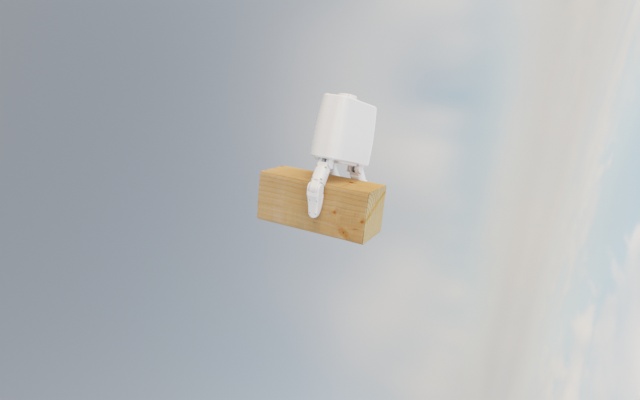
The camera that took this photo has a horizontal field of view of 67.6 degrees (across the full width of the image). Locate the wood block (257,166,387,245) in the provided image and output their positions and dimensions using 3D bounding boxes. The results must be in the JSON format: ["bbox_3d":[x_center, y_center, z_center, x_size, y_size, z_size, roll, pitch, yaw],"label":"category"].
[{"bbox_3d":[0.000,0.002,0.846,0.206,0.090,0.091,12,16,24],"label":"wood block"}]
